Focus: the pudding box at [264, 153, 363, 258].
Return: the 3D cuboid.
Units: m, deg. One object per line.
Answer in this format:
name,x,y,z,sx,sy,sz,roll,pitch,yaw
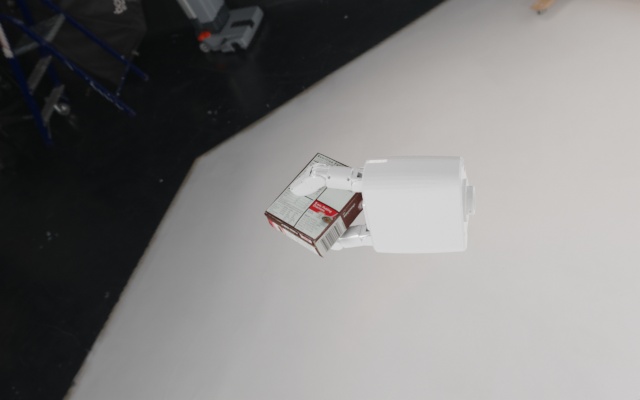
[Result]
pudding box,0.000,0.002,0.592,0.090,0.113,0.039,28,-25,34
